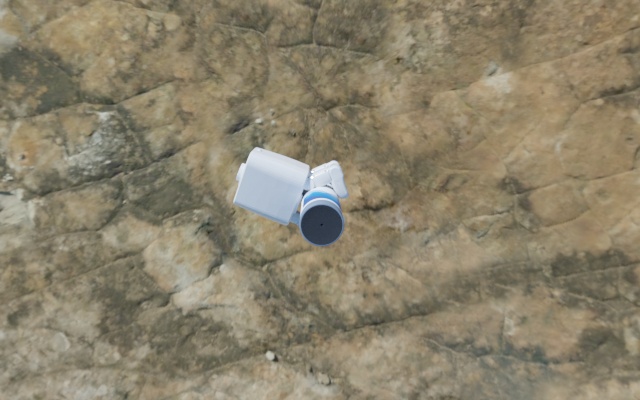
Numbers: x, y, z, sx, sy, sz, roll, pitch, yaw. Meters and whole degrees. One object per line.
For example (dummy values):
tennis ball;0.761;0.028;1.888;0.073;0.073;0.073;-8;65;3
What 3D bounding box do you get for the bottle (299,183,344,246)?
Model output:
bottle;0.000;0.003;0.846;0.069;0.069;0.295;0;13;-1
